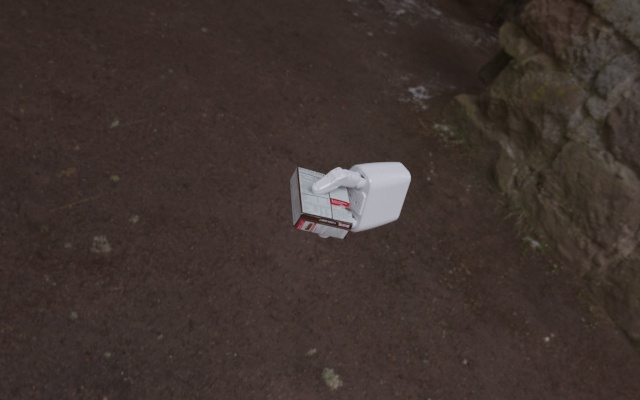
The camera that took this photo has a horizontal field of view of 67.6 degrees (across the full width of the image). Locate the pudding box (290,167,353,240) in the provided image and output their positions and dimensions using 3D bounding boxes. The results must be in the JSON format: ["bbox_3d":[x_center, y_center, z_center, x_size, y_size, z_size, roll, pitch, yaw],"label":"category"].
[{"bbox_3d":[0.000,0.002,0.760,0.090,0.039,0.113,13,39,-18],"label":"pudding box"}]
